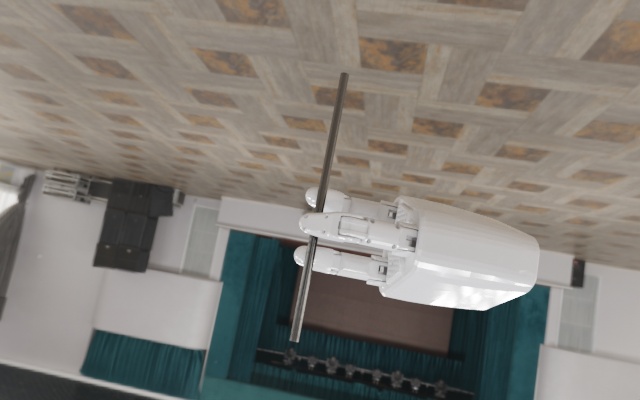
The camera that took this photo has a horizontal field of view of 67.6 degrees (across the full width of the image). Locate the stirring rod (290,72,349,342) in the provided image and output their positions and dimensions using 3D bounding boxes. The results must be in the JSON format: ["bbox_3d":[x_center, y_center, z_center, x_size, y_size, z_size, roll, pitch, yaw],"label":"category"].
[{"bbox_3d":[0.000,0.001,0.419,0.011,0.239,0.011,11,-8,2],"label":"stirring rod"}]
